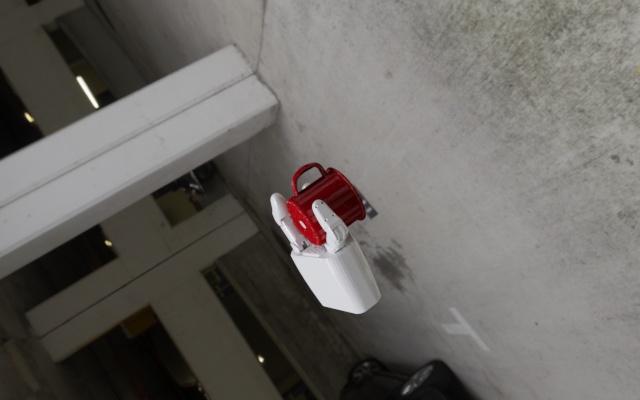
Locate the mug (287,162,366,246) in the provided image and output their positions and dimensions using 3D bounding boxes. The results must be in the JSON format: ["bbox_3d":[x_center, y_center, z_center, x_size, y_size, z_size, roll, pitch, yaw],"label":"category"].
[{"bbox_3d":[-0.001,0.001,0.687,0.081,0.117,0.093,-34,23,-16],"label":"mug"}]
